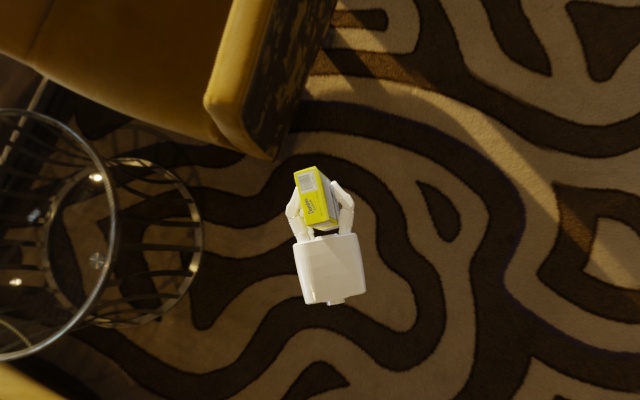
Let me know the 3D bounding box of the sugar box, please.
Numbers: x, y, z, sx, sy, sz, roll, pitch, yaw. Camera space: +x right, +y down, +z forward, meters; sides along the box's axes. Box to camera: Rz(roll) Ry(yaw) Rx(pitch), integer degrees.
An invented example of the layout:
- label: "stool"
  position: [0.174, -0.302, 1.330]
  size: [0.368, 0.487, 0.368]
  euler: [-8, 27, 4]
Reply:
- label: "sugar box"
  position: [0.000, 0.003, 0.851]
  size: [0.048, 0.093, 0.176]
  euler: [-14, -9, 6]
